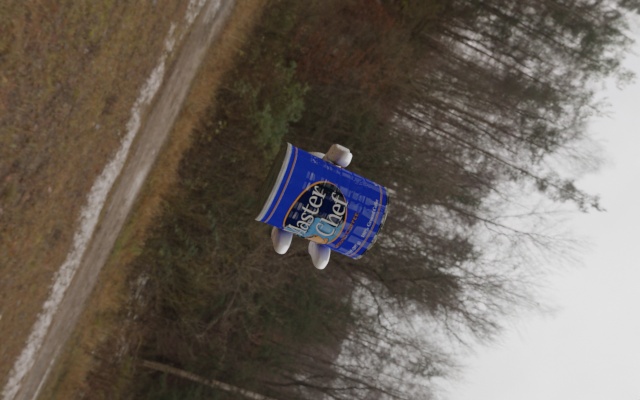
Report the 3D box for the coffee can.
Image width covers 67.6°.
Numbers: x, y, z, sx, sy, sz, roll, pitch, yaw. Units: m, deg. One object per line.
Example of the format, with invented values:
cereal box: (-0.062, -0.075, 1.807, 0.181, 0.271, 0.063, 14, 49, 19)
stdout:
coffee can: (0.000, 0.002, 0.601, 0.140, 0.103, 0.103, 23, -6, -13)
